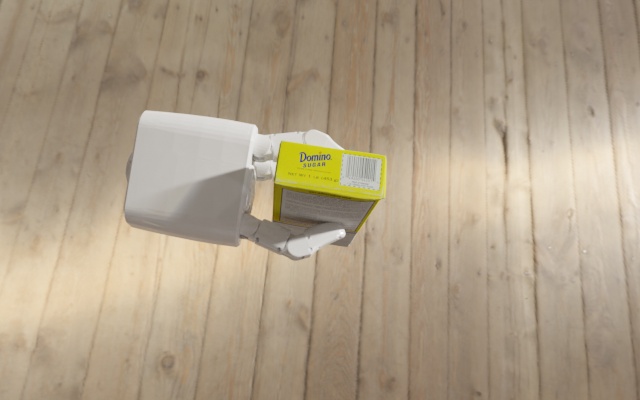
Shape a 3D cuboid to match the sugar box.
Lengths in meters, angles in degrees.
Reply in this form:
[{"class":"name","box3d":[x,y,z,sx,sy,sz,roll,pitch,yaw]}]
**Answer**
[{"class":"sugar box","box3d":[0.000,0.001,0.473,0.093,0.048,0.176,9,-17,-4]}]
